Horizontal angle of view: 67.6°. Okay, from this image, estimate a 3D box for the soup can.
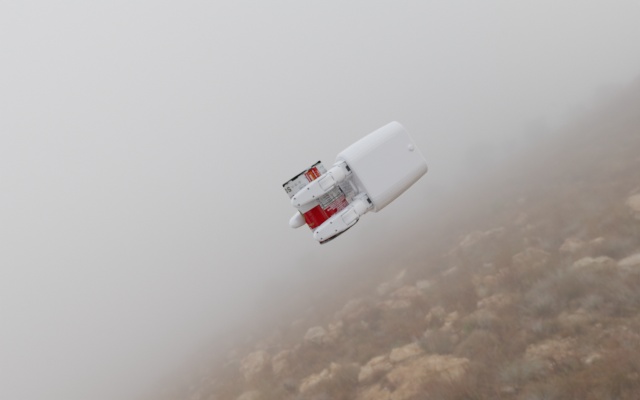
[{"bbox_3d":[0.000,0.002,0.682,0.068,0.102,0.068,-33,4,3],"label":"soup can"}]
